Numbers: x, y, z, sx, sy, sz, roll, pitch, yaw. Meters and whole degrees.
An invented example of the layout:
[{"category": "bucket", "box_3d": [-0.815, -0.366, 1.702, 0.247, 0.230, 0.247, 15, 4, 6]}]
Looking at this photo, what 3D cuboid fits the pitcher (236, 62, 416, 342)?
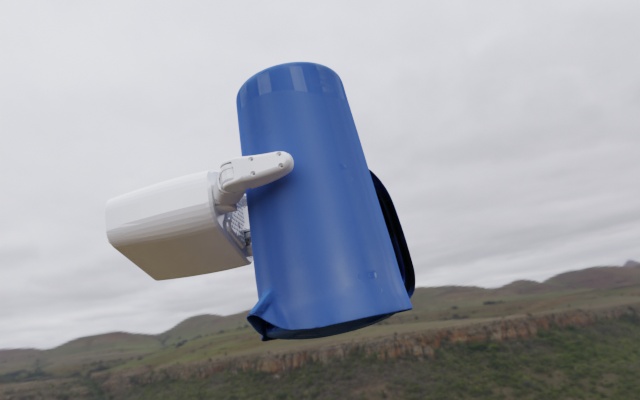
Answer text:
[{"category": "pitcher", "box_3d": [0.000, 0.002, 0.451, 0.145, 0.242, 0.149, -13, -16, 6]}]
